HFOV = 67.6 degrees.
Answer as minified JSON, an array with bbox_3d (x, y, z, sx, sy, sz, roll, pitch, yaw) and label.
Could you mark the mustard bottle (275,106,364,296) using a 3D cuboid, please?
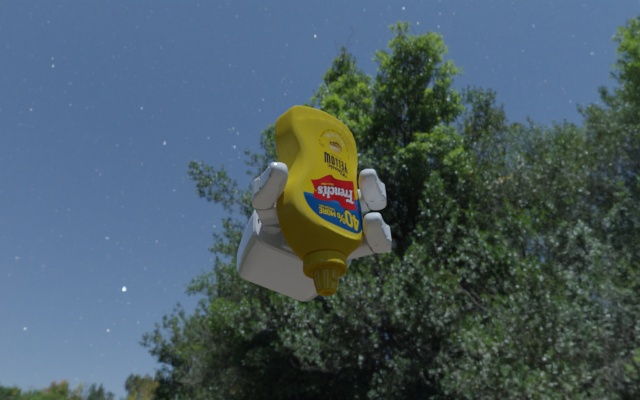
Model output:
[{"bbox_3d":[0.000,0.001,0.475,0.096,0.191,0.058,26,-42,-38],"label":"mustard bottle"}]
